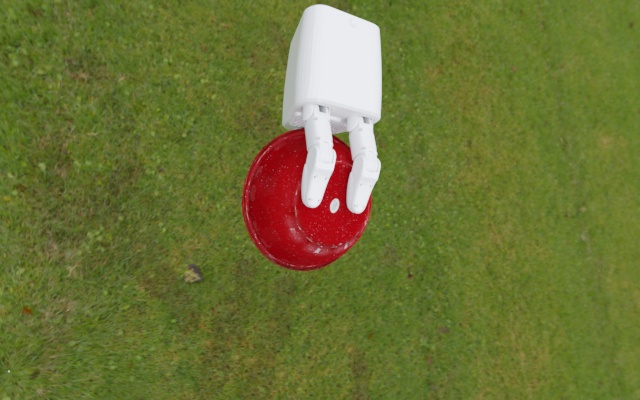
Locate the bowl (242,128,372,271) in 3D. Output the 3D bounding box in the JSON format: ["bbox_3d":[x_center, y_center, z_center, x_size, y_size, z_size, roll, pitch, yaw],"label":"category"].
[{"bbox_3d":[0.000,0.003,0.517,0.162,0.162,0.055,0,5,-30],"label":"bowl"}]
